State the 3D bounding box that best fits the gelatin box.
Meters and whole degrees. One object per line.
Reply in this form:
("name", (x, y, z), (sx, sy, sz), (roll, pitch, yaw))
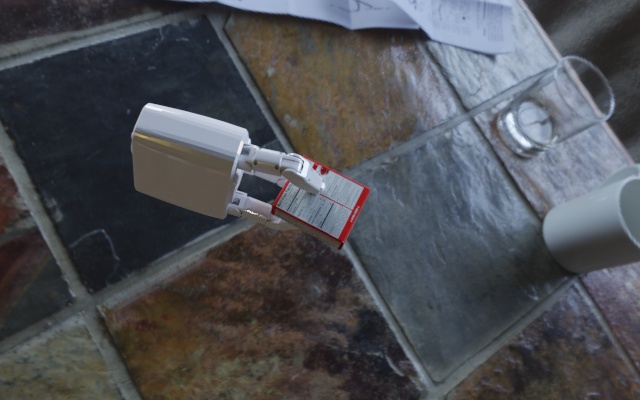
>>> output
("gelatin box", (0.000, 0.002, 0.534), (0.089, 0.073, 0.030), (27, -23, 4))
